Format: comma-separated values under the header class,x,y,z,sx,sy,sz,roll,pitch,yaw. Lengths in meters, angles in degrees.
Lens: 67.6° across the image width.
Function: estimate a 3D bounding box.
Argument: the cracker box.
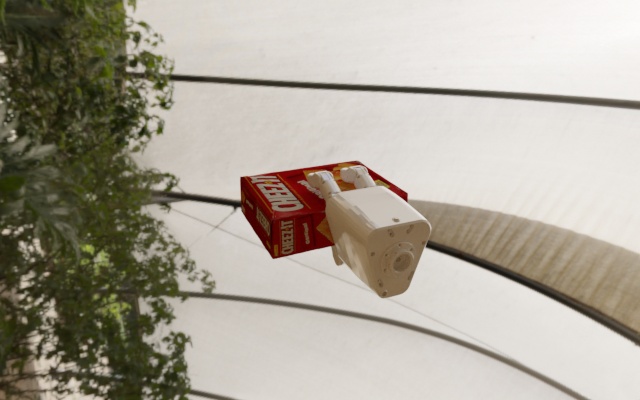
class,x,y,z,sx,sy,sz,roll,pitch,yaw
cracker box,0.000,0.003,0.736,0.213,0.072,0.164,-9,26,-22
